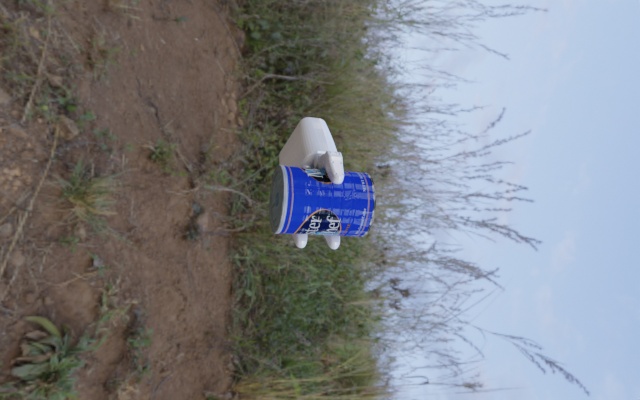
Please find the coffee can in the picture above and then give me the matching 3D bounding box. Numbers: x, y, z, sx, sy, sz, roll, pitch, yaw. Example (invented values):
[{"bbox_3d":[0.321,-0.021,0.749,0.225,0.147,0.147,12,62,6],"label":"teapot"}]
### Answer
[{"bbox_3d":[0.000,0.002,0.730,0.140,0.103,0.103,4,-1,-17],"label":"coffee can"}]
